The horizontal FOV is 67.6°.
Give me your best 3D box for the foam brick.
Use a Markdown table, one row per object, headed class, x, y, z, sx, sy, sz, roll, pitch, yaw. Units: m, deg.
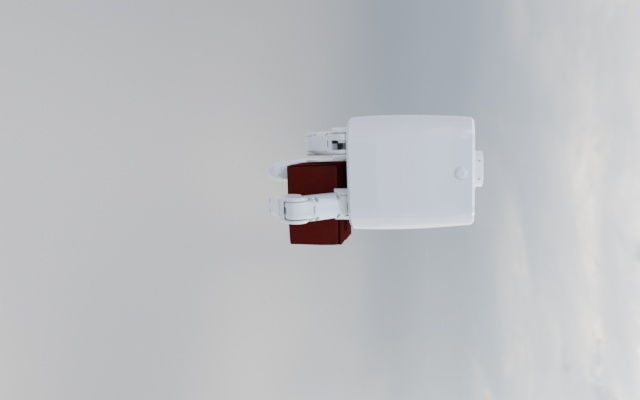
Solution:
| class | x | y | z | sx | sy | sz | roll | pitch | yaw |
| --- | --- | --- | --- | --- | --- | --- | --- | --- | --- |
| foam brick | 0.000 | 0.002 | 0.467 | 0.051 | 0.078 | 0.053 | 0 | 8 | 14 |
